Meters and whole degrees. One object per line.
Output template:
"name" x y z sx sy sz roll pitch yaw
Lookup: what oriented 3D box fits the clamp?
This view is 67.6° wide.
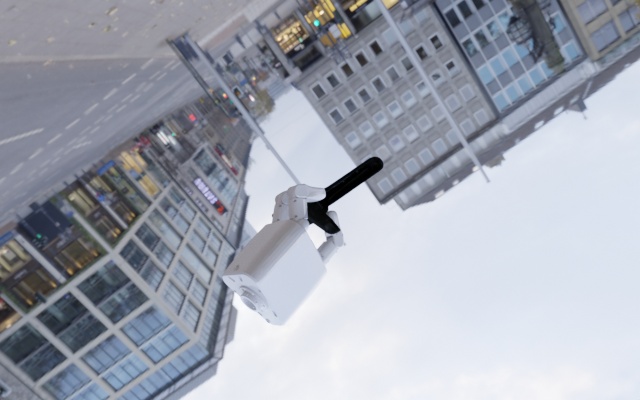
"clamp" 0.000 0.003 0.754 0.210 0.036 0.164 -15 28 52
